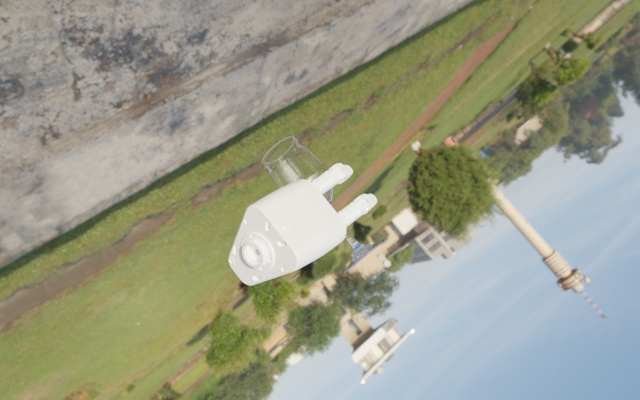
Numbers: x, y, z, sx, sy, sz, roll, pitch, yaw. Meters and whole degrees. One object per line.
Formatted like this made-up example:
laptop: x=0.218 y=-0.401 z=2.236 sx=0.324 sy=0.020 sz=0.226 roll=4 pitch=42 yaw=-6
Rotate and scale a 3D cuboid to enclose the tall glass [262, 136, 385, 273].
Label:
tall glass: x=0.001 y=0.003 z=0.686 sx=0.079 sy=0.201 sz=0.079 roll=-38 pitch=-8 yaw=-6
